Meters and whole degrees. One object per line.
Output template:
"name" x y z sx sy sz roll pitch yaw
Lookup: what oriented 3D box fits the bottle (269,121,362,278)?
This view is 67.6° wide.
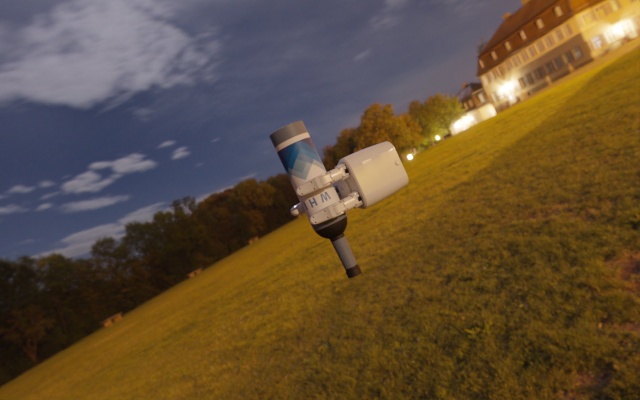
"bottle" 0.000 0.003 0.867 0.069 0.295 0.069 -25 1 0
